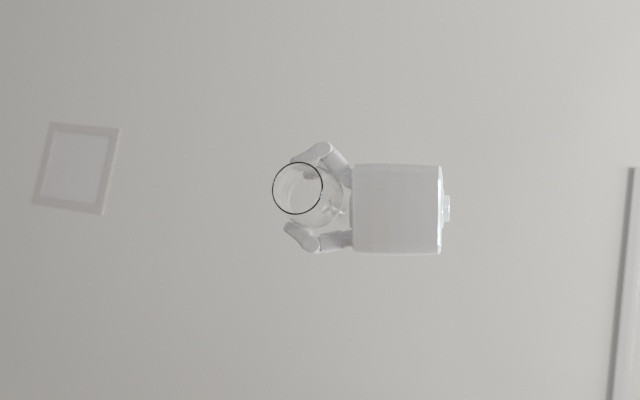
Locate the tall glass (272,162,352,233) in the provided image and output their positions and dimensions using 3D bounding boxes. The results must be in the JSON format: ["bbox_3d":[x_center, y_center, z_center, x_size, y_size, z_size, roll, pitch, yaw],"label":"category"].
[{"bbox_3d":[0.000,0.002,0.633,0.079,0.079,0.201,0,-9,16],"label":"tall glass"}]
